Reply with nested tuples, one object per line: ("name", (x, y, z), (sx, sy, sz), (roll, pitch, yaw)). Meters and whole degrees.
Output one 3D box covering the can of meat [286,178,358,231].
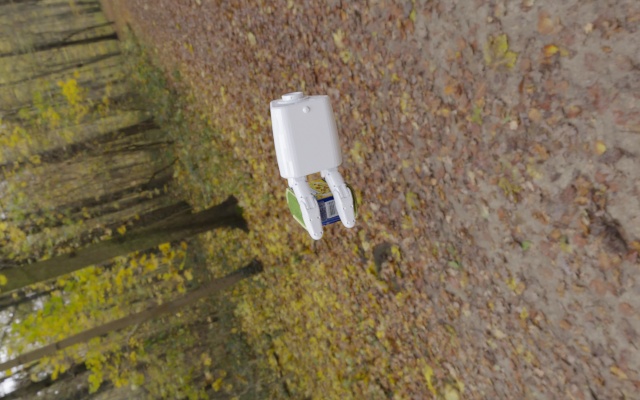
("can of meat", (0.000, 0.003, 0.771), (0.084, 0.057, 0.102), (-16, 24, -19))
